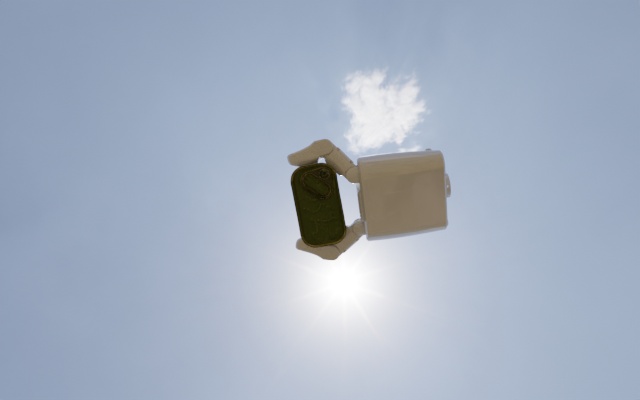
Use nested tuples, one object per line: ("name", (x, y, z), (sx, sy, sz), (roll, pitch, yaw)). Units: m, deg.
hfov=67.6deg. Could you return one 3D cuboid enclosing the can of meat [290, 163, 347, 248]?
("can of meat", (0.000, 0.002, 0.619), (0.057, 0.102, 0.084), (-10, 5, 5))
